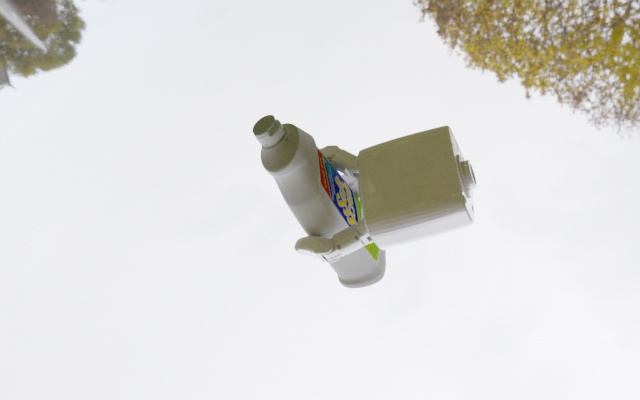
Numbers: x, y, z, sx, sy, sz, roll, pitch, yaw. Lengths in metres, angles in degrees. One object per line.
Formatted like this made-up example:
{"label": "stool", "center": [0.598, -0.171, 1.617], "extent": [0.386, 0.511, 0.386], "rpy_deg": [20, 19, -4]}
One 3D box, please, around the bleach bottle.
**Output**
{"label": "bleach bottle", "center": [0.000, 0.002, 0.571], "extent": [0.068, 0.102, 0.251], "rpy_deg": [-17, -45, 24]}
